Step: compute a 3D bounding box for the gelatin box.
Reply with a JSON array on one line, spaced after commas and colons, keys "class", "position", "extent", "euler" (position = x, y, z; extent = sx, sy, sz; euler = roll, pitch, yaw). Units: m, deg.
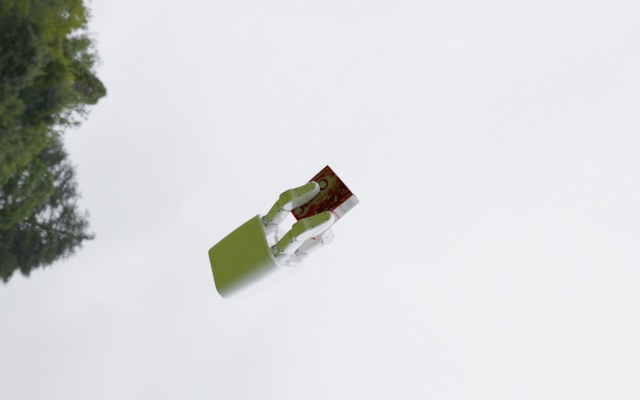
[{"class": "gelatin box", "position": [0.001, 0.002, 0.697], "extent": [0.073, 0.089, 0.030], "euler": [51, 3, 38]}]
